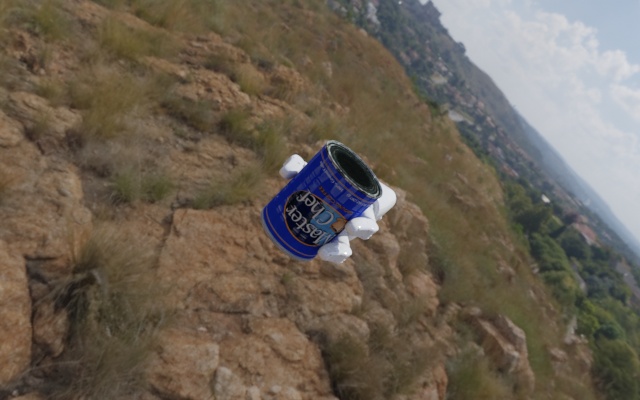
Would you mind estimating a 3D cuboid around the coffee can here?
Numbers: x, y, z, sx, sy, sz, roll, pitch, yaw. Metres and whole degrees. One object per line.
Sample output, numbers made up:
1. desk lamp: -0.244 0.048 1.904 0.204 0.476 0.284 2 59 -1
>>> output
1. coffee can: 0.000 0.002 0.656 0.140 0.102 0.103 -44 -21 23
